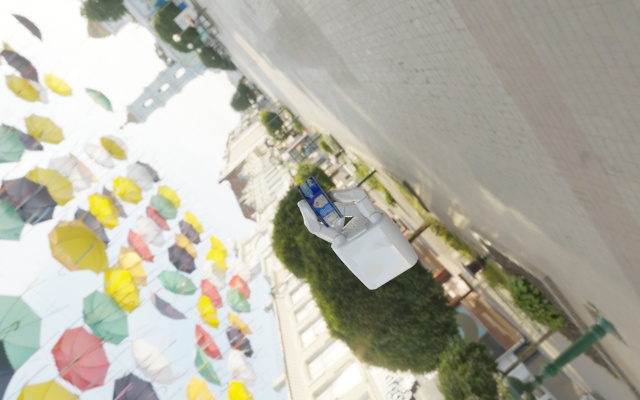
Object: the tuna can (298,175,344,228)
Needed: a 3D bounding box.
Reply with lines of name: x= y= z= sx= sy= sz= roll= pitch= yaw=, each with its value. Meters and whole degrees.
tuna can: x=0.000 y=0.003 z=0.783 sx=0.034 sy=0.086 sz=0.086 roll=-36 pitch=-1 yaw=2
